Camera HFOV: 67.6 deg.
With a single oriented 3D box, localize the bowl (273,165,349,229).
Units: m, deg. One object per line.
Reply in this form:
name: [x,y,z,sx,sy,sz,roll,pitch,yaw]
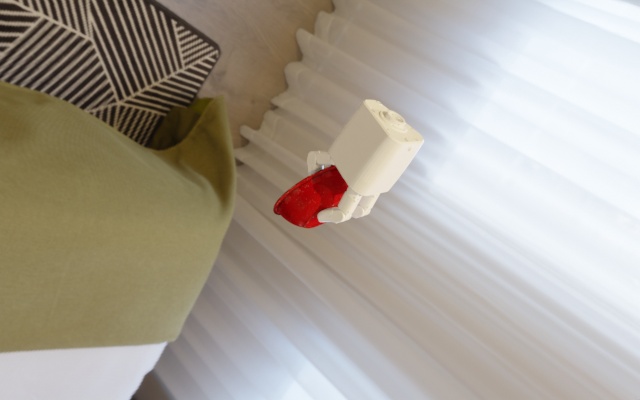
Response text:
bowl: [0.000,0.004,0.840,0.162,0.055,0.162,-28,-15,-8]
